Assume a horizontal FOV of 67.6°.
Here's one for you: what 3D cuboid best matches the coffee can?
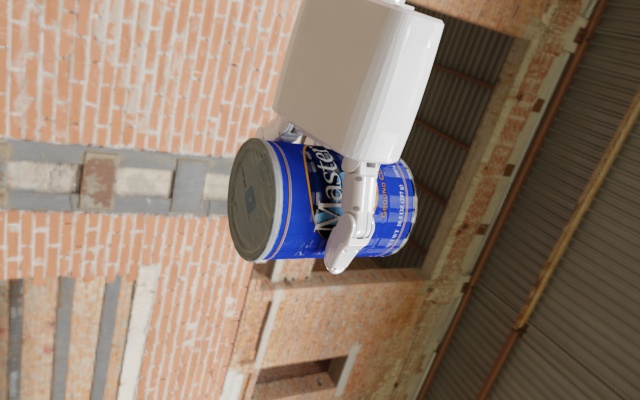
[{"bbox_3d":[0.000,0.002,0.430,0.140,0.103,0.103,2,-1,-31],"label":"coffee can"}]
